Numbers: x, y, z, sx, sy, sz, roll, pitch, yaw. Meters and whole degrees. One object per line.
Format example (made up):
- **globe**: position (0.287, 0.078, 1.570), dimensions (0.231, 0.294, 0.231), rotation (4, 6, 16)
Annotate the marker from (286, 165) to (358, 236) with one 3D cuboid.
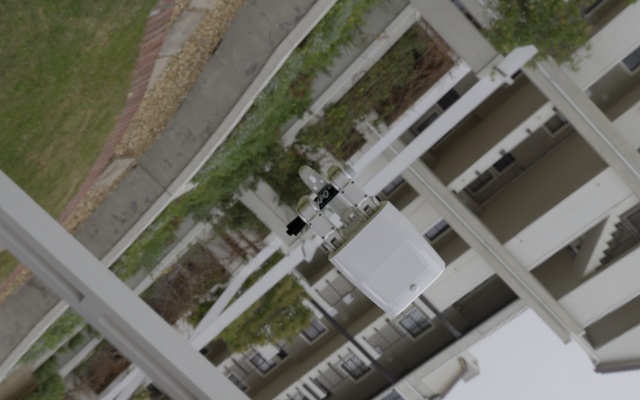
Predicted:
- **marker**: position (0.000, 0.002, 0.623), dimensions (0.121, 0.020, 0.020), rotation (-45, -6, 6)
